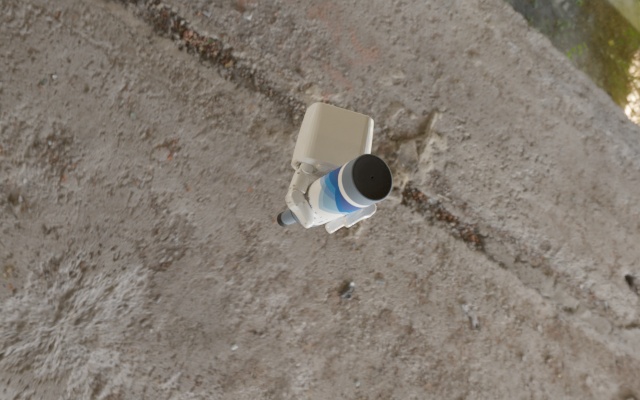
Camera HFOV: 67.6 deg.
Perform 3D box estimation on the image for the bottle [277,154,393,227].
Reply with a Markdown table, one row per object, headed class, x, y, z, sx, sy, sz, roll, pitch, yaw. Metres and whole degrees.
| class | x | y | z | sx | sy | sz | roll | pitch | yaw |
| --- | --- | --- | --- | --- | --- | --- | --- | --- | --- |
| bottle | 0.000 | 0.002 | 0.754 | 0.069 | 0.069 | 0.296 | 0 | -13 | -29 |
